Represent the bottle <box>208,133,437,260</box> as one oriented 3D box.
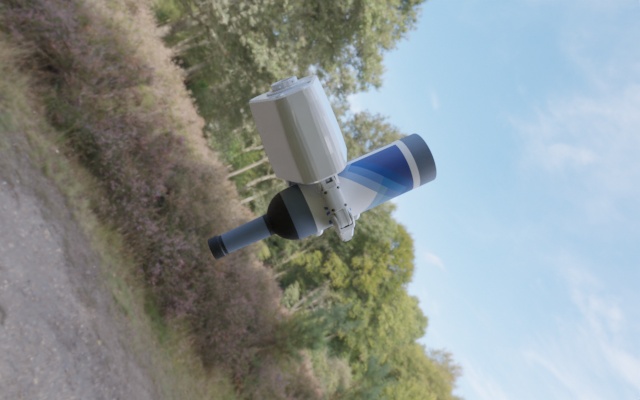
[{"bbox_3d":[0.000,0.002,0.604,0.295,0.069,0.069,-24,3,-6],"label":"bottle"}]
